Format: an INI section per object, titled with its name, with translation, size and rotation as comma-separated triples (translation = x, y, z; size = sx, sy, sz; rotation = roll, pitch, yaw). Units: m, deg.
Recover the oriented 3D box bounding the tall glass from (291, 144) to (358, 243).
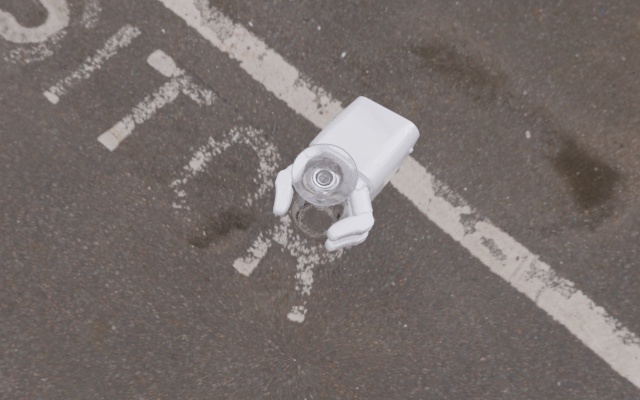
[tall glass]
translation = 0.000, 0.002, 0.620
size = 0.079, 0.079, 0.201
rotation = 0, -19, -3
